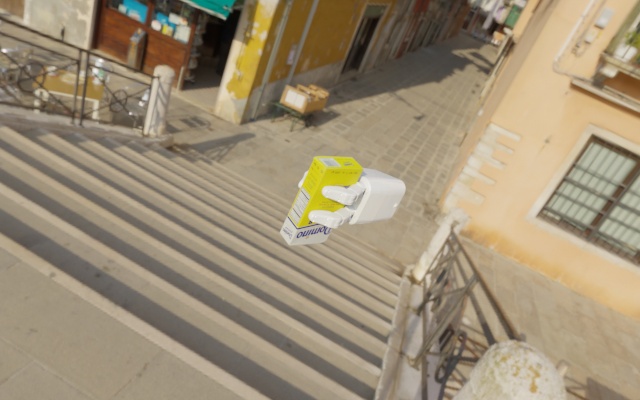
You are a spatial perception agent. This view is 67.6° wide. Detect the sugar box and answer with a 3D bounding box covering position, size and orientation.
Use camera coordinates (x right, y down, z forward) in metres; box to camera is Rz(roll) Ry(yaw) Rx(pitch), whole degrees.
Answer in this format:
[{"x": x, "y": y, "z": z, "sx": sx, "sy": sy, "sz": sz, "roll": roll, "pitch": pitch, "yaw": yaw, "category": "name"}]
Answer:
[{"x": 0.001, "y": 0.003, "z": 0.874, "sx": 0.093, "sy": 0.176, "sz": 0.048, "roll": -2, "pitch": 37, "yaw": -40, "category": "sugar box"}]
